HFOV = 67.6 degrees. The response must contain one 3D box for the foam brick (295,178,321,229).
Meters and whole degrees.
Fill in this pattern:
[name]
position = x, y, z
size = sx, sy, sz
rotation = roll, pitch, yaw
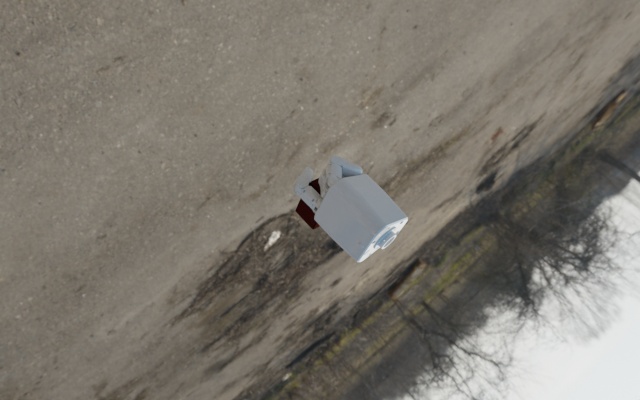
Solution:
[foam brick]
position = 0.000, 0.003, 0.839
size = 0.053, 0.051, 0.078
rotation = -27, -25, -41
